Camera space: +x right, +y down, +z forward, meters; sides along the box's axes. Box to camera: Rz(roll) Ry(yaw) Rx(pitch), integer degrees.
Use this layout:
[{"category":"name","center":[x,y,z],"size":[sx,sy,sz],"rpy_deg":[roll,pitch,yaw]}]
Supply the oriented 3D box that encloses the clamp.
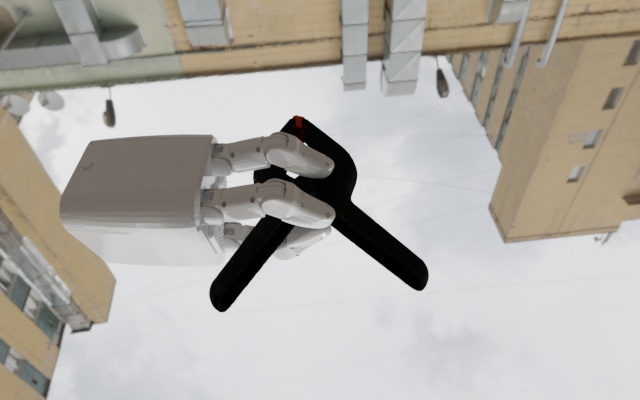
[{"category":"clamp","center":[0.000,0.002,0.416],"size":[0.164,0.209,0.036],"rpy_deg":[1,-42,-1]}]
